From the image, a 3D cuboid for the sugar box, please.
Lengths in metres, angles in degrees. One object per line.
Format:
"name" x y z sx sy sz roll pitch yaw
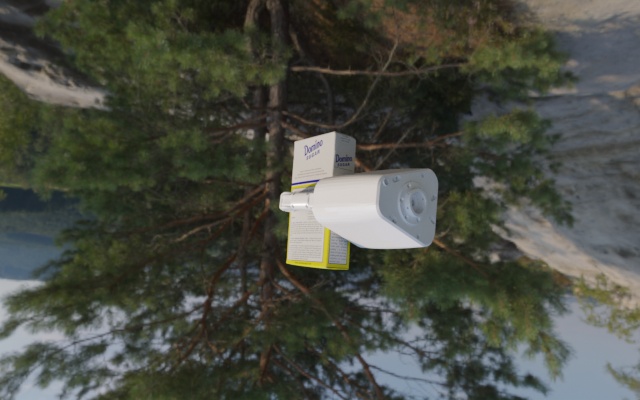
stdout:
"sugar box" 0.001 0.002 0.647 0.048 0.176 0.093 12 -10 -38
